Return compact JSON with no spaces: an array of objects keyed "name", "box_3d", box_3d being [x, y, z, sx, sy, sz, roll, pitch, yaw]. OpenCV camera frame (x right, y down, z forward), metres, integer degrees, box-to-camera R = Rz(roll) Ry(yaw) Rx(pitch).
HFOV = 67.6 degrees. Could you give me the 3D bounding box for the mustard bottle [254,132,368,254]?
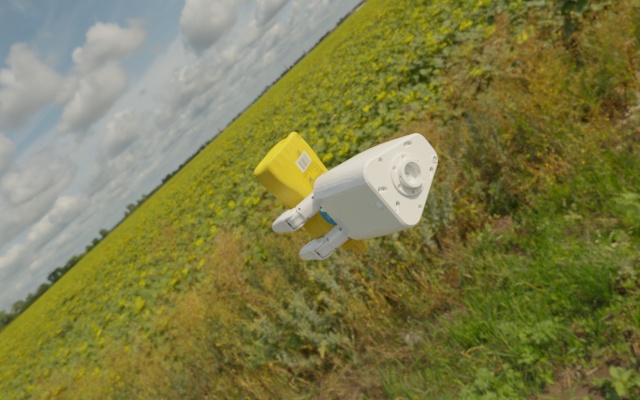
[{"name":"mustard bottle","box_3d":[0.000,0.002,0.659,0.058,0.192,0.096,-32,18,36]}]
